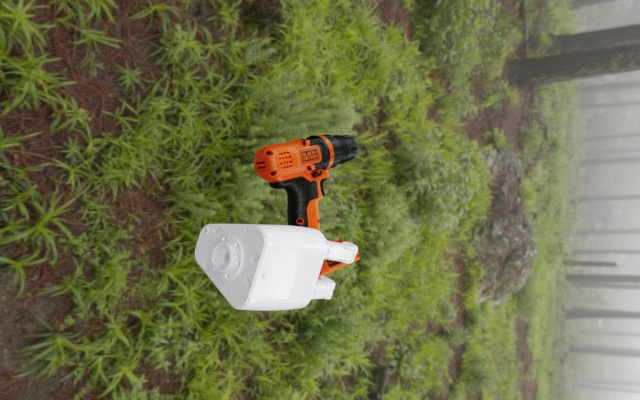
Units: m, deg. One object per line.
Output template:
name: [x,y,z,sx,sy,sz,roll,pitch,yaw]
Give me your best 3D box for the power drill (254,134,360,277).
power drill: [0.000,0.003,0.671,0.184,0.187,0.057,-16,5,-42]
